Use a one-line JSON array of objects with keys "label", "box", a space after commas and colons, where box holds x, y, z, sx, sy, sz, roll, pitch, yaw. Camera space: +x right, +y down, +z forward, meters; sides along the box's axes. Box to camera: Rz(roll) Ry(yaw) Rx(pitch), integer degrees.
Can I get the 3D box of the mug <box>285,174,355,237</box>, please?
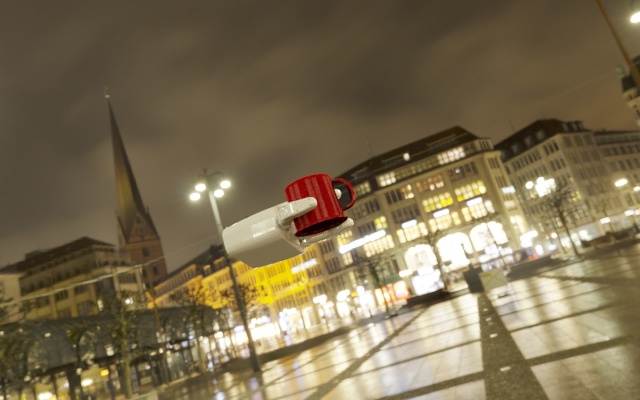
[{"label": "mug", "box": [0.001, 0.002, 0.791, 0.117, 0.081, 0.093, -22, -14, 14]}]
